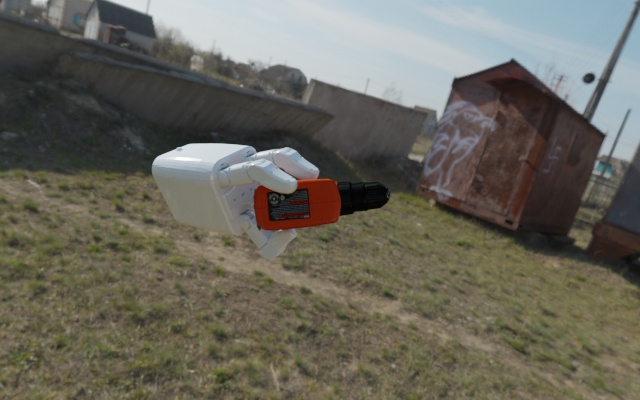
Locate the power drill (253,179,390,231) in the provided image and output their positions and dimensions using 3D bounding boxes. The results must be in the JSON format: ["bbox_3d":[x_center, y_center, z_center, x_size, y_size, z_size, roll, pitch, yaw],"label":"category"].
[{"bbox_3d":[0.000,0.002,0.643,0.184,0.057,0.187,-7,-1,9],"label":"power drill"}]
